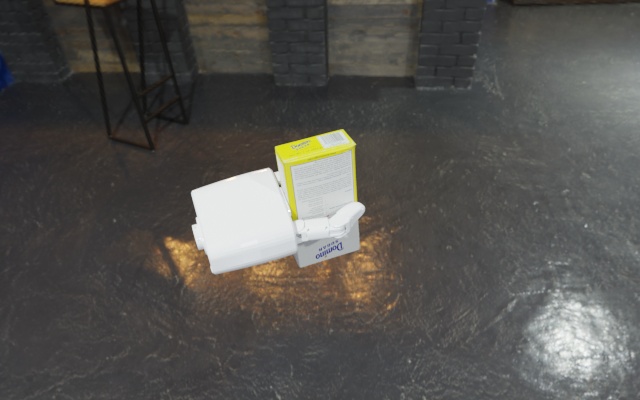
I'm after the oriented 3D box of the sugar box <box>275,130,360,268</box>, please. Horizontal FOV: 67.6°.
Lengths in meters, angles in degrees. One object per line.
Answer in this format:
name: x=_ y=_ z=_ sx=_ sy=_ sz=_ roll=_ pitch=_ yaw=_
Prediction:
sugar box: x=0.000 y=0.002 z=0.624 sx=0.093 sy=0.176 sz=0.048 roll=-15 pitch=42 yaw=-13
